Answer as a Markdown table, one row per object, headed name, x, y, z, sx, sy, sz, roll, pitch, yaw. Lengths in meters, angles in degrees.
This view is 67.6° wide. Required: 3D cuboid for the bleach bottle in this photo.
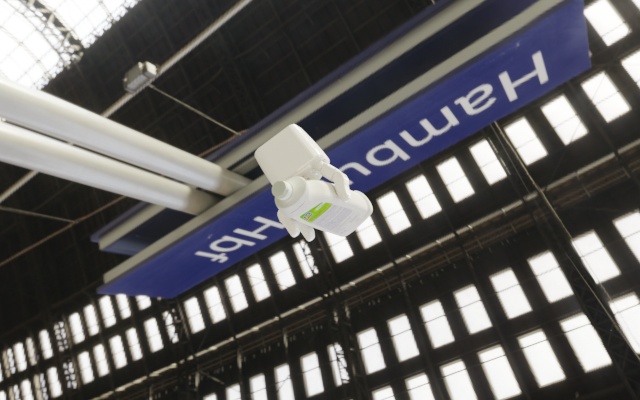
| name | x | y | z | sx | sy | sz | roll | pitch | yaw |
| --- | --- | --- | --- | --- | --- | --- | --- | --- | --- |
| bleach bottle | 0.000 | 0.003 | 0.893 | 0.102 | 0.068 | 0.251 | -44 | -31 | 14 |
